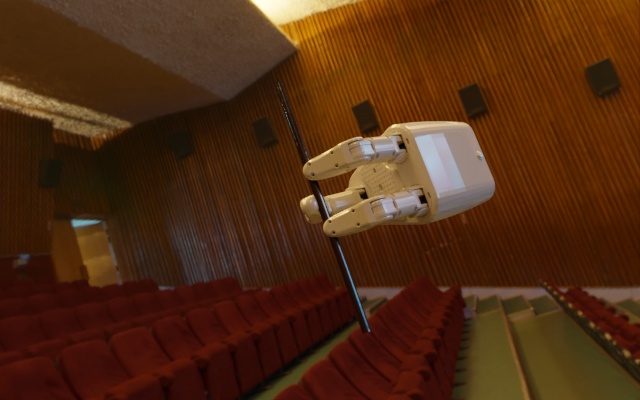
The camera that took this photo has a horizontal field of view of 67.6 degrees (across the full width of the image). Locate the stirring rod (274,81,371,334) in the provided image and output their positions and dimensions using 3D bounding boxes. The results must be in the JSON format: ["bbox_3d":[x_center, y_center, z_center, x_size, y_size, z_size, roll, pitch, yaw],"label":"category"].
[{"bbox_3d":[0.000,0.002,0.431,0.011,0.239,0.011,-19,-9,-3],"label":"stirring rod"}]
